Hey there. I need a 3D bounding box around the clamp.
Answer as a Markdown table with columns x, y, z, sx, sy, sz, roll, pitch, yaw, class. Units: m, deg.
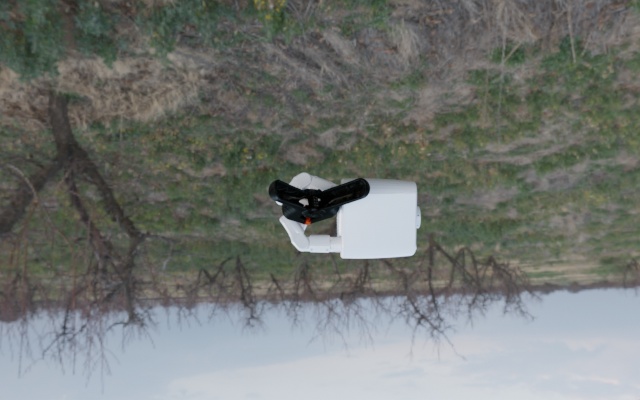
| x | y | z | sx | sy | sz | roll | pitch | yaw | class |
| --- | --- | --- | --- | --- | --- | --- | --- | --- | --- |
| 0.000 | 0.003 | 0.629 | 0.120 | 0.039 | 0.171 | 2 | -11 | 1 | clamp |
